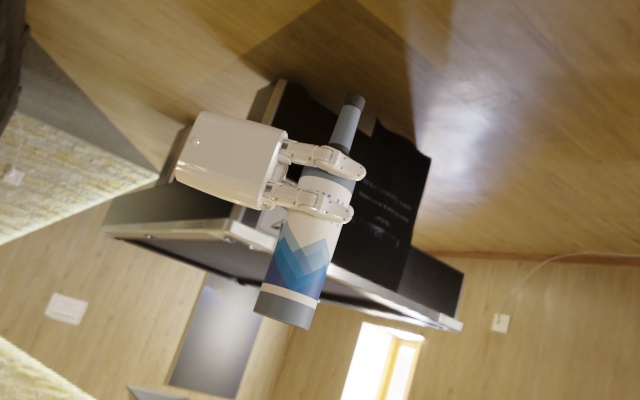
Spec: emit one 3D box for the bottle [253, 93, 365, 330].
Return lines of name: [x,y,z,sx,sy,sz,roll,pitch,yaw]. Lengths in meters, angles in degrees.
bottle: [0.000,0.002,0.578,0.069,0.295,0.069,17,-16,5]
